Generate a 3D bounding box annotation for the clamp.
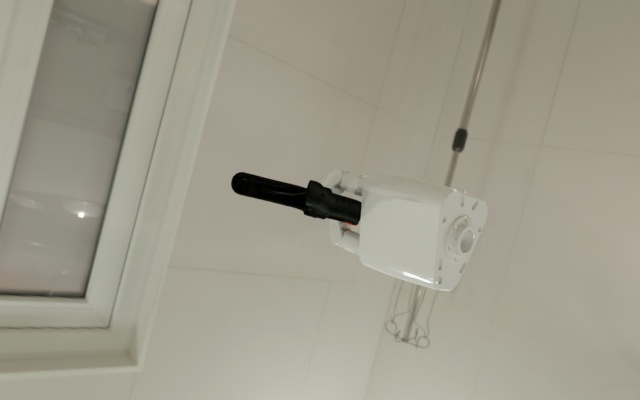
[{"bbox_3d":[0.000,0.002,0.529,0.171,0.039,0.120,14,1,-42],"label":"clamp"}]
